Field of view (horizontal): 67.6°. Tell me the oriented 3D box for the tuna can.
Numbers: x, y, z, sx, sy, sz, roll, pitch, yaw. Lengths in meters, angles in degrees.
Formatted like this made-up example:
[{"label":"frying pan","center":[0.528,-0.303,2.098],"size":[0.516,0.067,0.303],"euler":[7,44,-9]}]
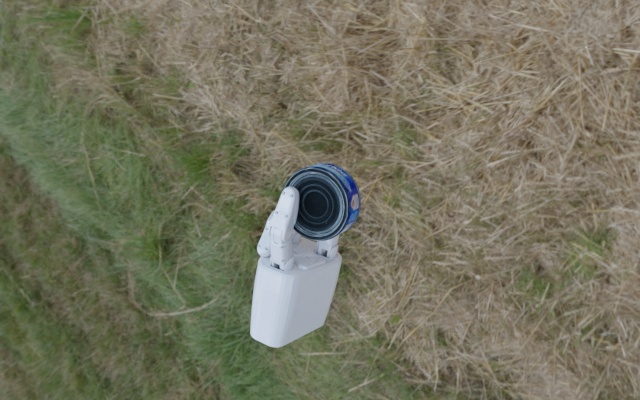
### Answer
[{"label":"tuna can","center":[0.000,0.002,0.539],"size":[0.086,0.086,0.033],"euler":[0,11,27]}]
